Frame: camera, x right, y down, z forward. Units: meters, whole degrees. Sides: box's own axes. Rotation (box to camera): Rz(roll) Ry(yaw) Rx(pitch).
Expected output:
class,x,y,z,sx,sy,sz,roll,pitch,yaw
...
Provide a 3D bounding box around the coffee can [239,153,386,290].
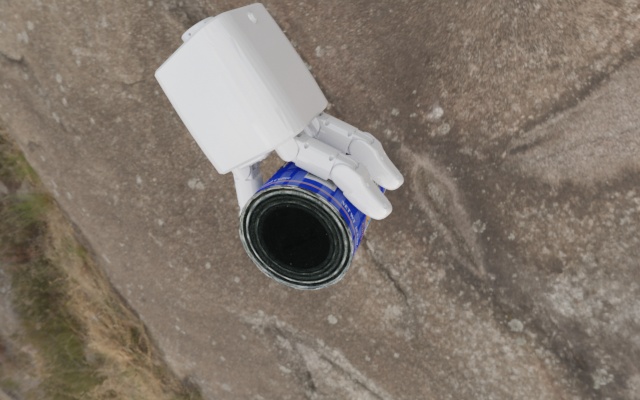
class,x,y,z,sx,sy,sz,roll,pitch,yaw
coffee can,0.000,0.002,0.455,0.103,0.103,0.140,0,28,21
